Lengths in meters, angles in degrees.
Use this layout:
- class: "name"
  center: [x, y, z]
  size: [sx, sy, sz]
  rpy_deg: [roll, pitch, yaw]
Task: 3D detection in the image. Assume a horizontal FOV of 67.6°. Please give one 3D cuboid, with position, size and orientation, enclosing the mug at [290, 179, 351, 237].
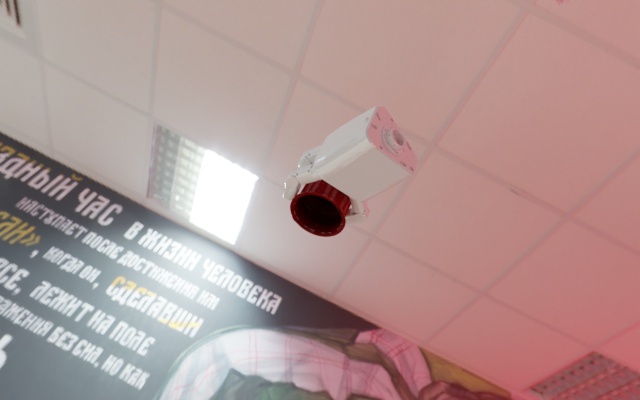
- class: "mug"
  center: [-0.001, 0.003, 0.785]
  size: [0.117, 0.093, 0.081]
  rpy_deg: [-27, 24, 40]
